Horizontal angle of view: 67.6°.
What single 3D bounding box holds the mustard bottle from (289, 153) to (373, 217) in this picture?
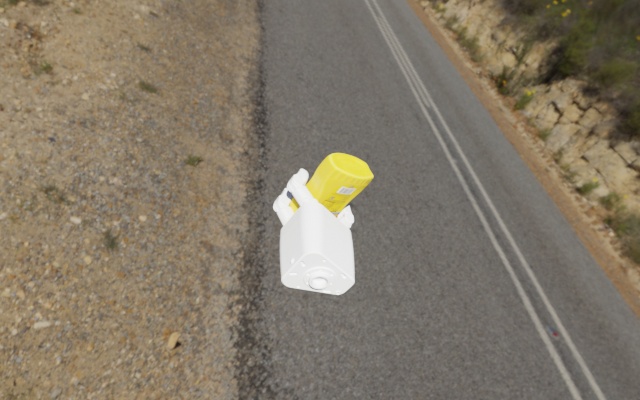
[{"bbox_3d":[0.000,0.002,0.832,0.096,0.058,0.192,6,-44,-42],"label":"mustard bottle"}]
